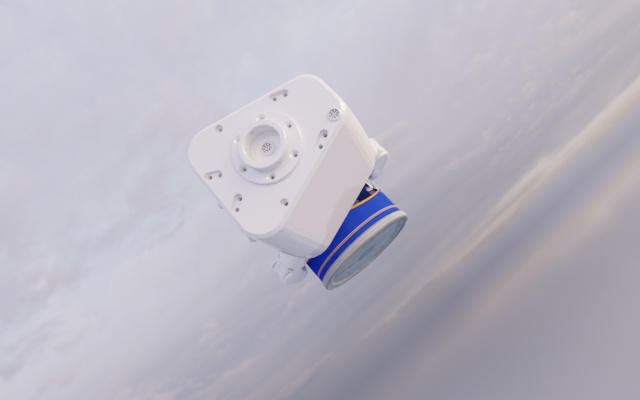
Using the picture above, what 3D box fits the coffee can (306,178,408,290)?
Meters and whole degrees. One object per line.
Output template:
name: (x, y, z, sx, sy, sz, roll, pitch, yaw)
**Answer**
coffee can: (0.000, 0.002, 0.470, 0.140, 0.103, 0.103, 47, 19, 18)
